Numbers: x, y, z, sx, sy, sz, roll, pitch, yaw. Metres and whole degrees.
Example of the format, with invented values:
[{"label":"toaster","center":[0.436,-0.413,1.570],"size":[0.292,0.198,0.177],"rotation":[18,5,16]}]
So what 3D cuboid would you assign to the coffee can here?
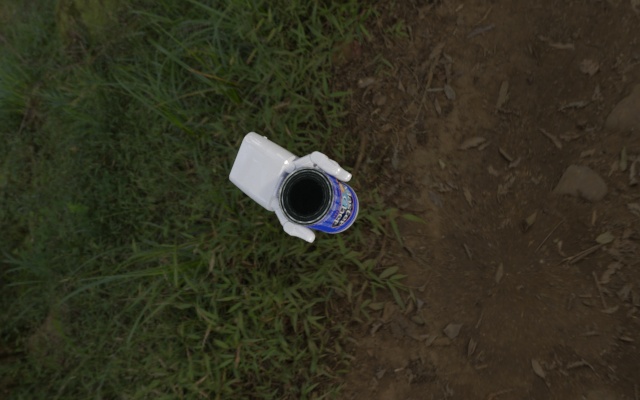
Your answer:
[{"label":"coffee can","center":[0.000,0.003,0.866],"size":[0.103,0.103,0.140],"rotation":[0,-8,22]}]
